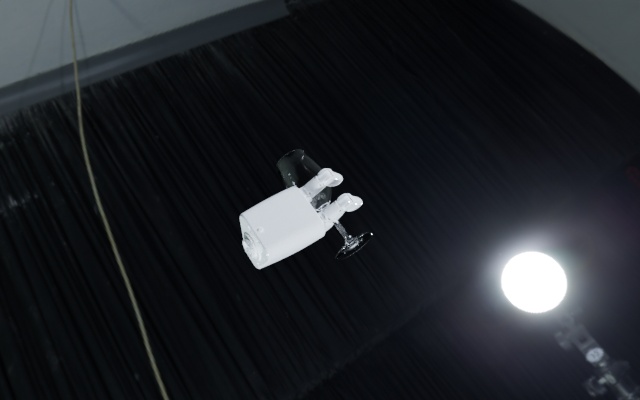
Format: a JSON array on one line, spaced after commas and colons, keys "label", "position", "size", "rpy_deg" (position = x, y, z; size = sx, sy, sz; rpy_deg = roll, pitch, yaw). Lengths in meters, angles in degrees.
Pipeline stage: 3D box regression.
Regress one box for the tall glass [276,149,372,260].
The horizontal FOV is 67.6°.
[{"label": "tall glass", "position": [0.001, 0.003, 0.833], "size": [0.079, 0.201, 0.079], "rpy_deg": [-31, -21, -13]}]
